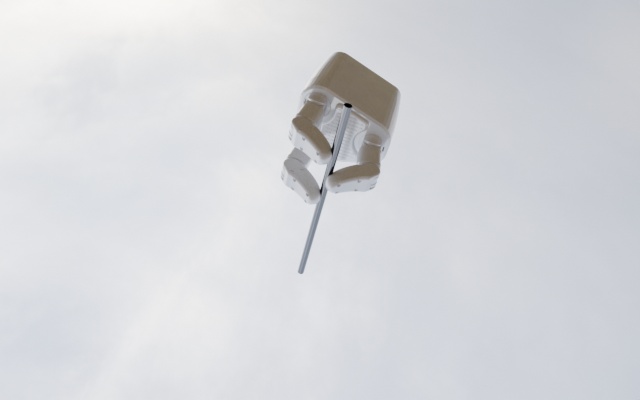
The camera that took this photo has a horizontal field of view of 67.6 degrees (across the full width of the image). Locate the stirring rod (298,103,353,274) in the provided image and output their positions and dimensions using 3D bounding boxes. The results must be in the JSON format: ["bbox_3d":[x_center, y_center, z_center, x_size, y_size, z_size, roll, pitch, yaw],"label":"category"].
[{"bbox_3d":[0.000,0.002,0.501,0.011,0.240,0.011,8,43,-8],"label":"stirring rod"}]
